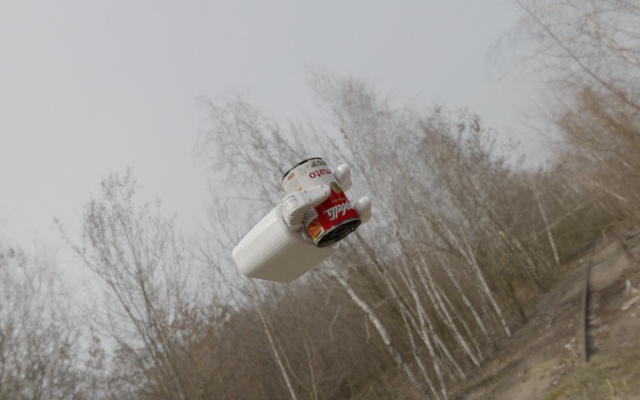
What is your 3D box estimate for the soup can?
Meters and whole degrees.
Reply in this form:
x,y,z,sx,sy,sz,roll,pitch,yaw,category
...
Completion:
x,y,z,sx,sy,sz,roll,pitch,yaw,category
0.000,0.002,0.635,0.068,0.102,0.068,-26,-19,-10,soup can
